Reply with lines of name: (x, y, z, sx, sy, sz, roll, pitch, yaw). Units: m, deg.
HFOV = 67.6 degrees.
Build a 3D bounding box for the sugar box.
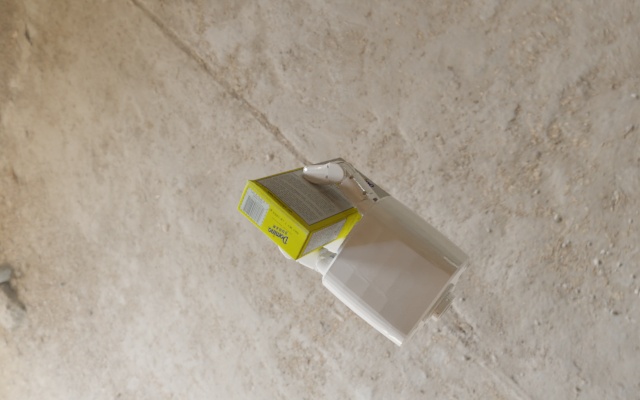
sugar box: (0.000, 0.002, 0.551, 0.093, 0.048, 0.176, 40, 29, 22)
